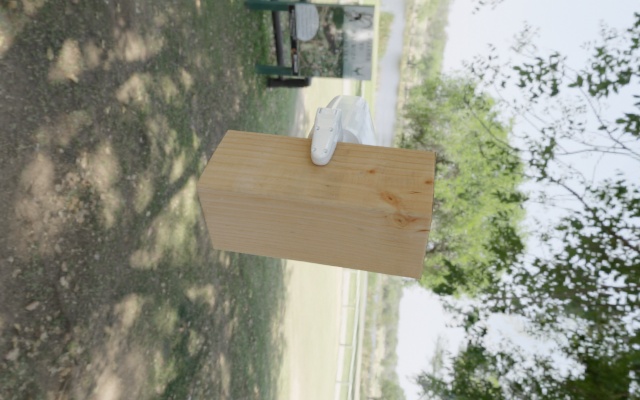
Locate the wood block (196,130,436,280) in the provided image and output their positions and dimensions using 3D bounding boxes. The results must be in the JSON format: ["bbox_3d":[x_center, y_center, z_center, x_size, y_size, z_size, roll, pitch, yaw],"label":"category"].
[{"bbox_3d":[0.000,0.001,0.462,0.206,0.091,0.090,7,44,10],"label":"wood block"}]
